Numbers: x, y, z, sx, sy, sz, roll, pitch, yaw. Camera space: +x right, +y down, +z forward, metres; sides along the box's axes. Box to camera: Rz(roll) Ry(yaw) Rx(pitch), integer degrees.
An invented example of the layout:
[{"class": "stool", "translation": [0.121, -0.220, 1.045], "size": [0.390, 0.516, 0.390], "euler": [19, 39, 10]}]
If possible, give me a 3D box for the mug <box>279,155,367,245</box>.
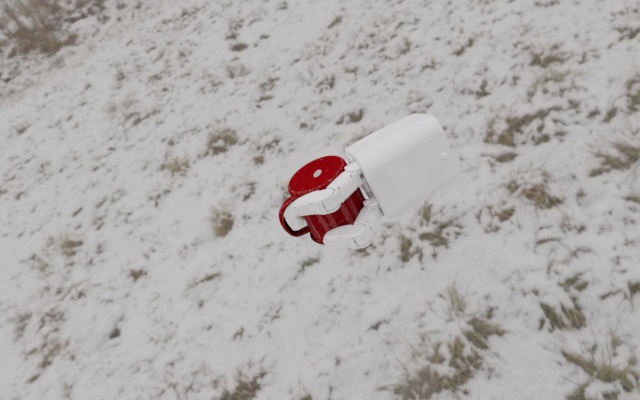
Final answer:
[{"class": "mug", "translation": [-0.001, 0.003, 0.612], "size": [0.117, 0.081, 0.093], "euler": [-29, 29, 0]}]
